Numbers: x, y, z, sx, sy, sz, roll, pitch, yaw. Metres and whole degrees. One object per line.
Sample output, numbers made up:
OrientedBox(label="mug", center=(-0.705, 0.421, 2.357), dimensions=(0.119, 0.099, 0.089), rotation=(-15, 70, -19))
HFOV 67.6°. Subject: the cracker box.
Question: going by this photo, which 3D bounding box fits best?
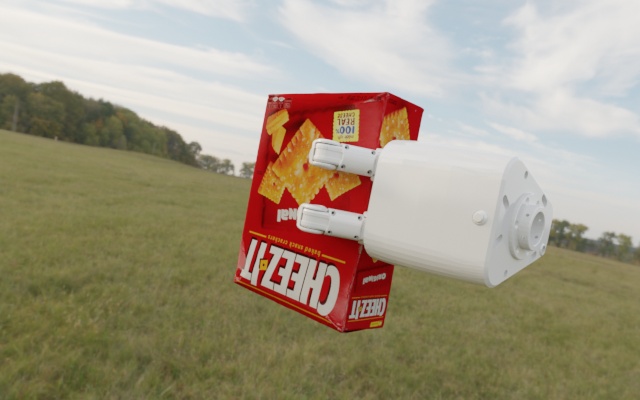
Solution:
OrientedBox(label="cracker box", center=(0.000, 0.001, 0.481), dimensions=(0.164, 0.213, 0.072), rotation=(13, 2, 43))
